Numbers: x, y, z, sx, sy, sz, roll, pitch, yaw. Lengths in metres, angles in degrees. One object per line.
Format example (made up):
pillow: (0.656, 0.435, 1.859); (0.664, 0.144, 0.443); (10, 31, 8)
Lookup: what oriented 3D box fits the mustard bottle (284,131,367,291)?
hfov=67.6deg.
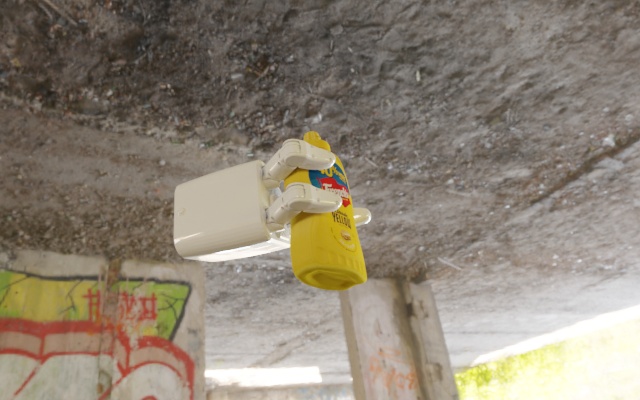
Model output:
mustard bottle: (0.000, 0.002, 0.547); (0.058, 0.191, 0.096); (-28, -35, 31)
